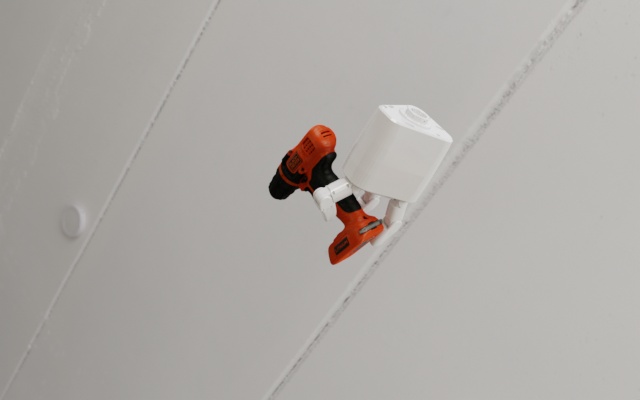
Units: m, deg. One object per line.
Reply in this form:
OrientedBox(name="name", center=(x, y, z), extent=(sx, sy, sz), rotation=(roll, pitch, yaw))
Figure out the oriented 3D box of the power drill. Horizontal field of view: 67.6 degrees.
OrientedBox(name="power drill", center=(0.001, 0.003, 0.741), extent=(0.057, 0.187, 0.184), rotation=(-26, -13, -38))
